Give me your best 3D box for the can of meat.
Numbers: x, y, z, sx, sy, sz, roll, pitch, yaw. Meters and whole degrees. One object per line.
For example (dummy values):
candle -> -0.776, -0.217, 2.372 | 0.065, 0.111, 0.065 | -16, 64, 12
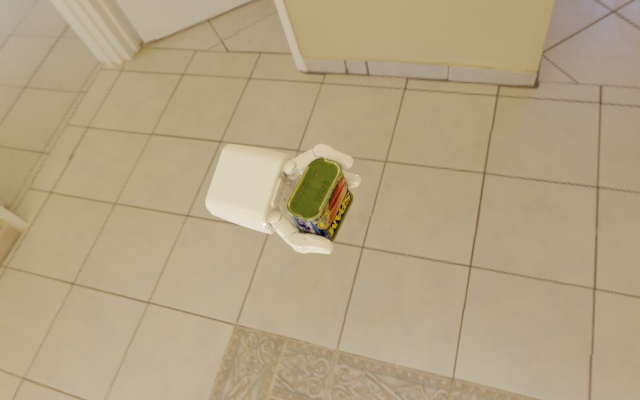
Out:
can of meat -> 0.000, 0.002, 0.673 | 0.057, 0.102, 0.084 | 17, -24, 23
